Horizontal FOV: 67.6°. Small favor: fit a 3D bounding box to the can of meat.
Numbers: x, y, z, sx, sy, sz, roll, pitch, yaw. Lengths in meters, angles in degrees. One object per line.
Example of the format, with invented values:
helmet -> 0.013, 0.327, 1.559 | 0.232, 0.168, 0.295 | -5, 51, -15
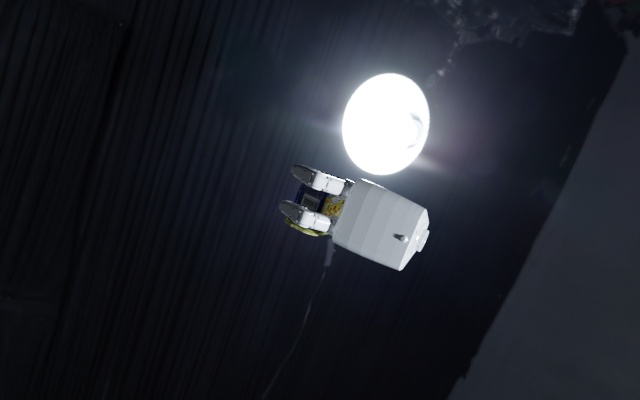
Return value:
can of meat -> 0.000, 0.002, 0.724 | 0.057, 0.084, 0.102 | 25, 10, 22
